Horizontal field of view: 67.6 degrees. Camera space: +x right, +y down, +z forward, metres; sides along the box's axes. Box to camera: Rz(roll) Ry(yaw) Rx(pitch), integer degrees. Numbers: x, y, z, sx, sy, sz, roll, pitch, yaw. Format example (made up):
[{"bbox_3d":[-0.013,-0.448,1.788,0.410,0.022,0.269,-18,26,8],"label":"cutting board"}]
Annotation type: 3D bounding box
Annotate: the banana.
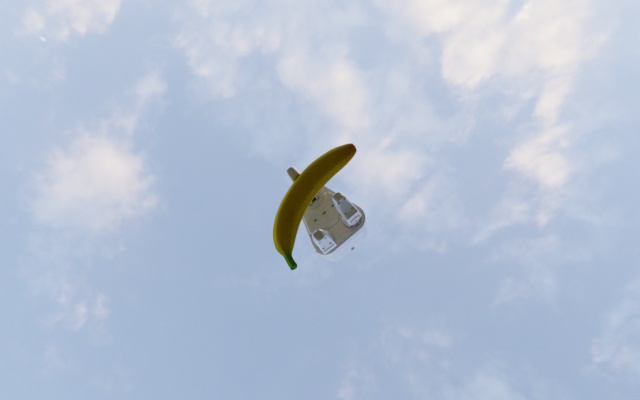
[{"bbox_3d":[-0.018,-0.002,0.675,0.069,0.197,0.037,23,-11,20],"label":"banana"}]
